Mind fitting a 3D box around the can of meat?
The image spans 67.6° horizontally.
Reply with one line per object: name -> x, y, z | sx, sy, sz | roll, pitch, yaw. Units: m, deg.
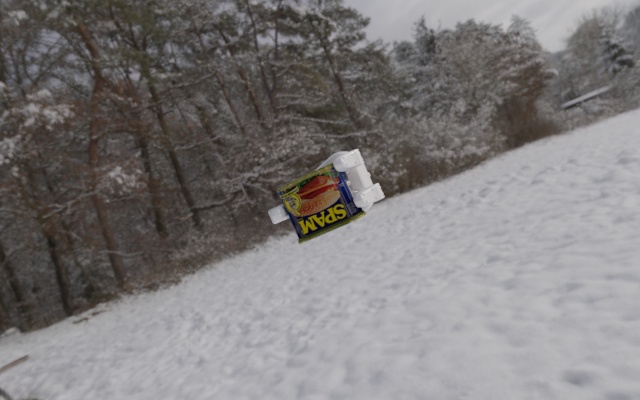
can of meat -> 0.000, 0.002, 0.669 | 0.102, 0.084, 0.057 | -24, 0, 18
